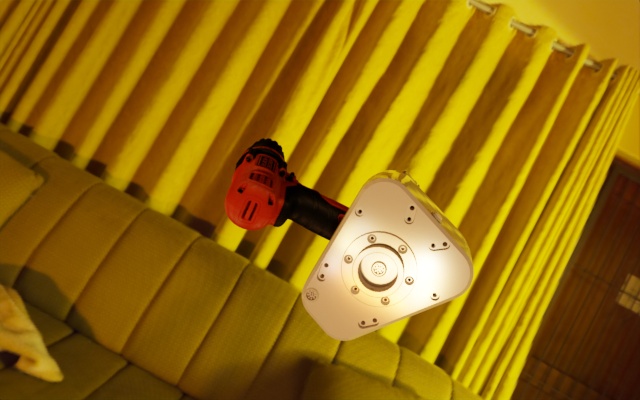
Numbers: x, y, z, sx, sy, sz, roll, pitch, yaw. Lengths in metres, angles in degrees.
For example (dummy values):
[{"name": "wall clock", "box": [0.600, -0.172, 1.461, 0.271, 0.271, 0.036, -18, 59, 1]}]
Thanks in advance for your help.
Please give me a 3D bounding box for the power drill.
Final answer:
[{"name": "power drill", "box": [0.001, 0.002, 0.492, 0.187, 0.057, 0.184, 21, 21, -9]}]
